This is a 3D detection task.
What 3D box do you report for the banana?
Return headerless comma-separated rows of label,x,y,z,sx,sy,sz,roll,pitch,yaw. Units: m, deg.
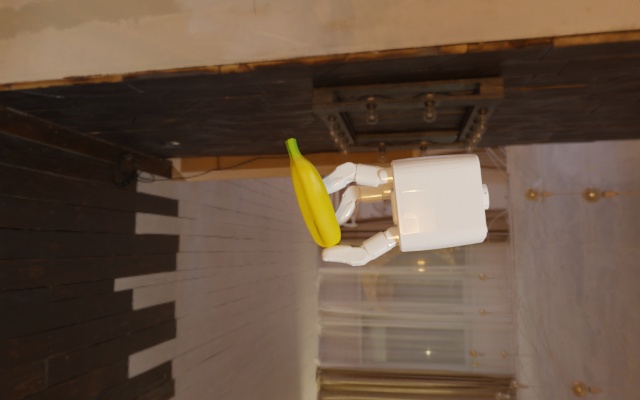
banana,0.000,0.014,0.592,0.037,0.069,0.198,-10,-42,8
